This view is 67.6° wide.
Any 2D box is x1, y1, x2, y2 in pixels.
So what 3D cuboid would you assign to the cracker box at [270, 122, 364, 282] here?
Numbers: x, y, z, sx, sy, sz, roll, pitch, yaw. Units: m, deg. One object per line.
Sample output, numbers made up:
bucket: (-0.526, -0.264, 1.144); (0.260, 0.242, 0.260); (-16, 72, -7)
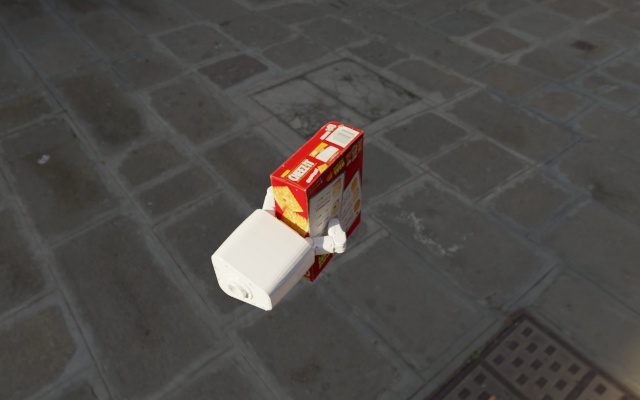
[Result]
cracker box: (0.000, 0.003, 0.785); (0.072, 0.214, 0.164); (24, 51, 24)
